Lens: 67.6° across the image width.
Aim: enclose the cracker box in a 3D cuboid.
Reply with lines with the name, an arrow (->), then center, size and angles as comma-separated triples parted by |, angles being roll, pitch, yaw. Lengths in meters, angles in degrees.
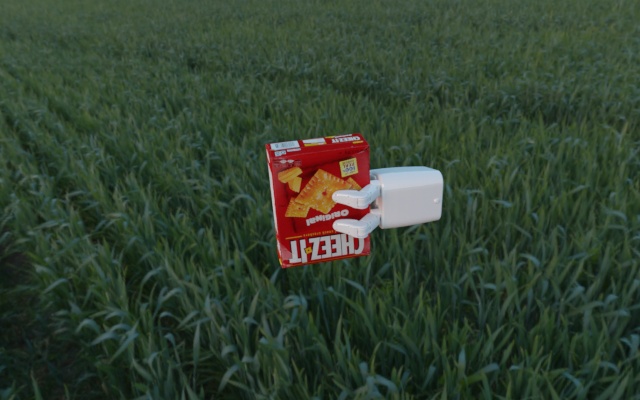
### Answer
cracker box -> 0.000, 0.002, 0.821 | 0.164, 0.214, 0.072 | -8, 27, -8
